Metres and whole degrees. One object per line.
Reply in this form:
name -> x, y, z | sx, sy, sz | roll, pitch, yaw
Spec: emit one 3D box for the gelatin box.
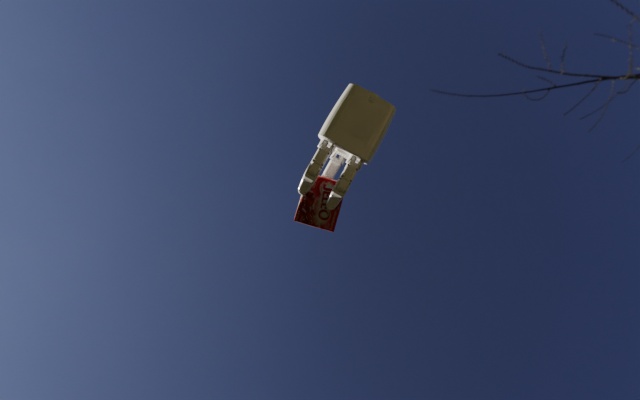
gelatin box -> 0.000, 0.003, 0.838 | 0.073, 0.089, 0.030 | 16, 5, -2
